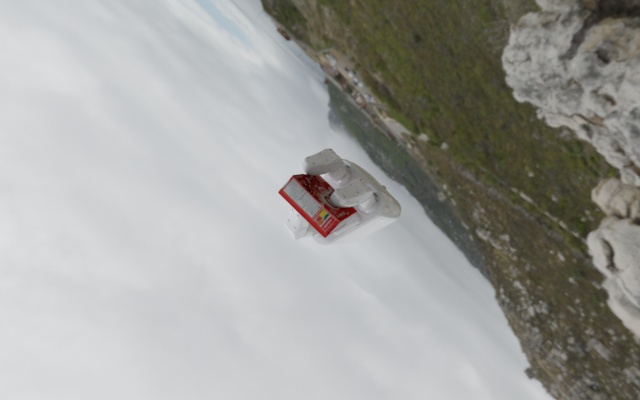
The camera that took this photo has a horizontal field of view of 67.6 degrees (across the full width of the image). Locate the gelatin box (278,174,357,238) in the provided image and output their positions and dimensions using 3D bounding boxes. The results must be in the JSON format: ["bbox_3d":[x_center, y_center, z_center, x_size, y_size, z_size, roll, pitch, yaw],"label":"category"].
[{"bbox_3d":[0.000,0.002,0.551,0.073,0.030,0.089,44,16,8],"label":"gelatin box"}]
